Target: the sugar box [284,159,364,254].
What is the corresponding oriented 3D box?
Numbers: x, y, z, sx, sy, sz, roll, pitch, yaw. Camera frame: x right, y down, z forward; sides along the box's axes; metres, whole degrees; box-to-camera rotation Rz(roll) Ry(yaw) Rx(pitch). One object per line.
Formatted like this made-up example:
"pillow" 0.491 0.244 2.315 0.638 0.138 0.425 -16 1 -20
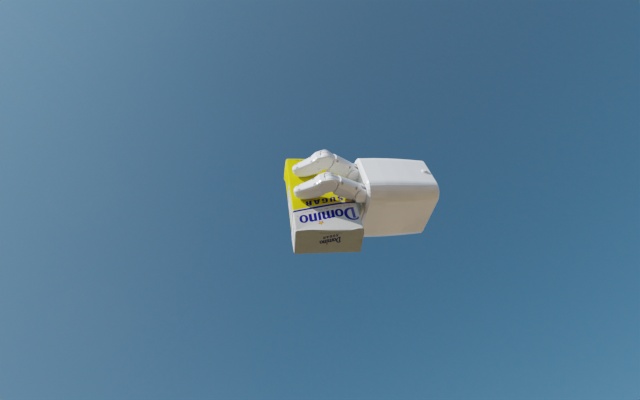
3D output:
"sugar box" 0.000 0.002 0.687 0.093 0.048 0.176 -1 34 -9
